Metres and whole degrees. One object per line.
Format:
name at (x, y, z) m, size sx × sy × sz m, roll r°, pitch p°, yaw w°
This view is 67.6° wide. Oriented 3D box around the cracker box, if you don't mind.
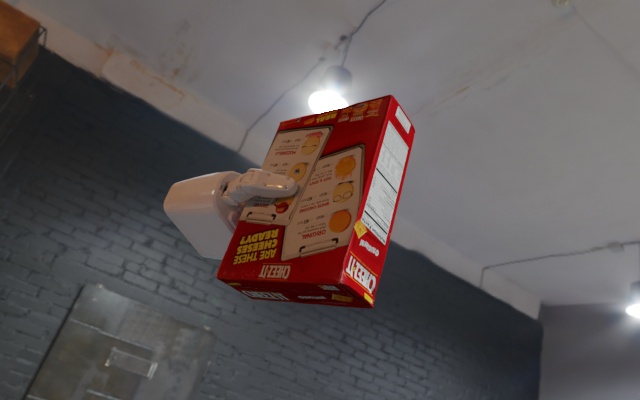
cracker box at (0.000, 0.001, 0.515) m, size 0.164 × 0.213 × 0.072 m, roll -5°, pitch -34°, yaw 39°
